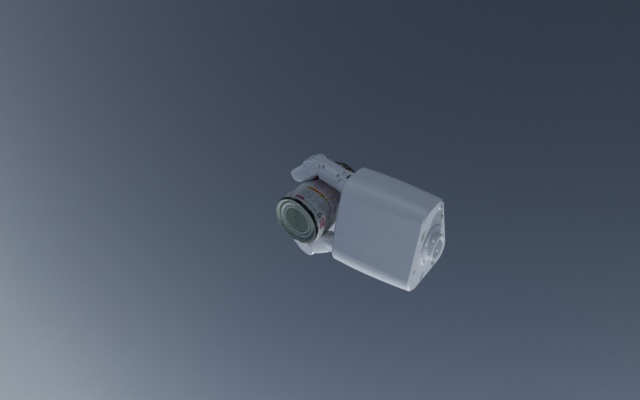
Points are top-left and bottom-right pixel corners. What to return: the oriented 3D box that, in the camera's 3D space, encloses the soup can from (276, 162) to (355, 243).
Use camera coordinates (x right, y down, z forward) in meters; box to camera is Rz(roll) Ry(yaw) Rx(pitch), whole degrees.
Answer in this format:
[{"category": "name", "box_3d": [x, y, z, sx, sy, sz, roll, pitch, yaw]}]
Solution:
[{"category": "soup can", "box_3d": [0.000, 0.002, 0.618, 0.068, 0.068, 0.102, 0, 29, 44]}]
